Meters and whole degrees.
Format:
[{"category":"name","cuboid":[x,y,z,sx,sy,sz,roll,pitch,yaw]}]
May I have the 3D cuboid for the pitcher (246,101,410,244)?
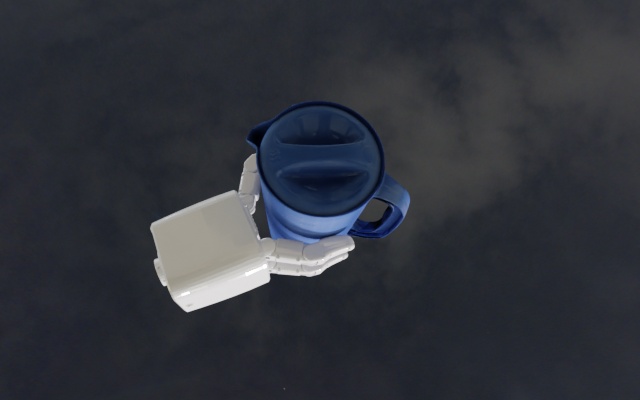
[{"category":"pitcher","cuboid":[0.000,0.002,0.591,0.145,0.149,0.243,-20,-19,-13]}]
